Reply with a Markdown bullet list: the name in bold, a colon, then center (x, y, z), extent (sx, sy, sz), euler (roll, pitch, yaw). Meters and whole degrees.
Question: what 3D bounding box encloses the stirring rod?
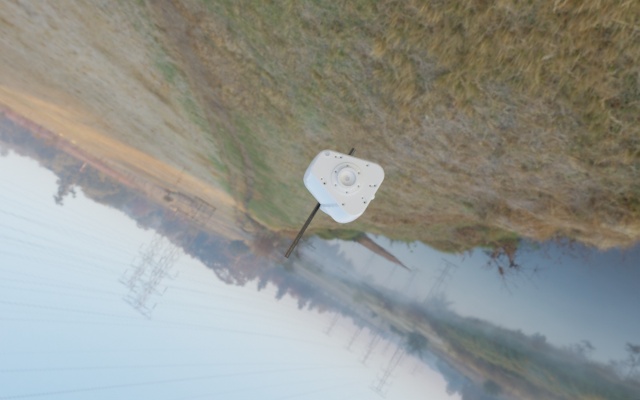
- **stirring rod**: center (0.000, 0.003, 0.888), extent (0.011, 0.239, 0.011), euler (31, -8, 5)
